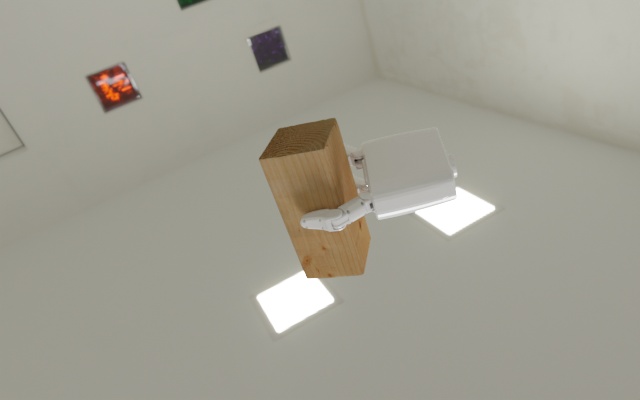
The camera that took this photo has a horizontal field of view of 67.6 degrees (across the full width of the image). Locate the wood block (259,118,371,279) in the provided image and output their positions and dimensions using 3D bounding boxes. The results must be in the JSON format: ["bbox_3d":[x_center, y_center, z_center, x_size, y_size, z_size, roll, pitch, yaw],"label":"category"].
[{"bbox_3d":[0.000,0.002,0.670,0.090,0.206,0.090,-7,32,19],"label":"wood block"}]
